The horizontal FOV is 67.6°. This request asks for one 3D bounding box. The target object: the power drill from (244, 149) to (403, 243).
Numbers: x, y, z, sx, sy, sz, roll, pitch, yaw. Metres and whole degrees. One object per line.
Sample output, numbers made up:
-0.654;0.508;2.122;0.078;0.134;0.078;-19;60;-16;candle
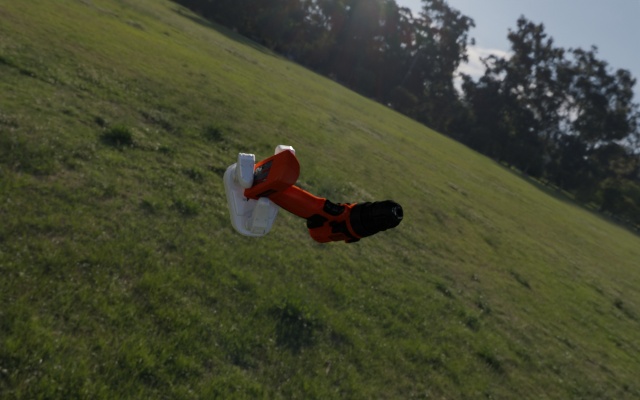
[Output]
0.000;0.002;0.682;0.188;0.057;0.184;33;-31;-29;power drill
